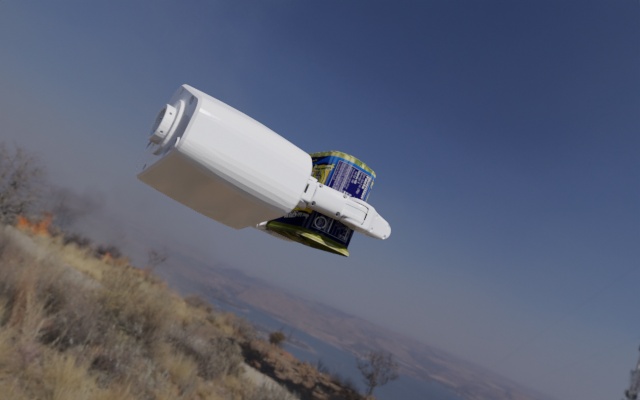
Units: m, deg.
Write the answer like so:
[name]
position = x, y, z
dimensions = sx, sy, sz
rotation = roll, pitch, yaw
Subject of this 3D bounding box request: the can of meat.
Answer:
[can of meat]
position = 0.000, 0.001, 0.466
dimensions = 0.057, 0.084, 0.102
rotation = 28, -11, -27
